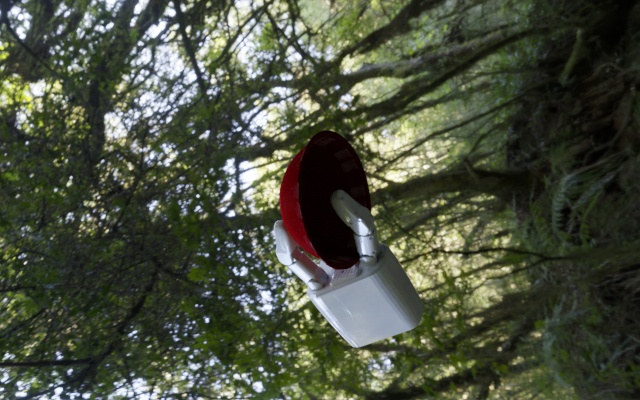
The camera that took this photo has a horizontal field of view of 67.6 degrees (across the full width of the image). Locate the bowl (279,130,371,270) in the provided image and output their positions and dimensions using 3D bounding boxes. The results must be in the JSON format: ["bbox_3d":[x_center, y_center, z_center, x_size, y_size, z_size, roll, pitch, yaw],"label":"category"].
[{"bbox_3d":[-0.001,0.001,0.564,0.055,0.162,0.162,-7,-4,32],"label":"bowl"}]
